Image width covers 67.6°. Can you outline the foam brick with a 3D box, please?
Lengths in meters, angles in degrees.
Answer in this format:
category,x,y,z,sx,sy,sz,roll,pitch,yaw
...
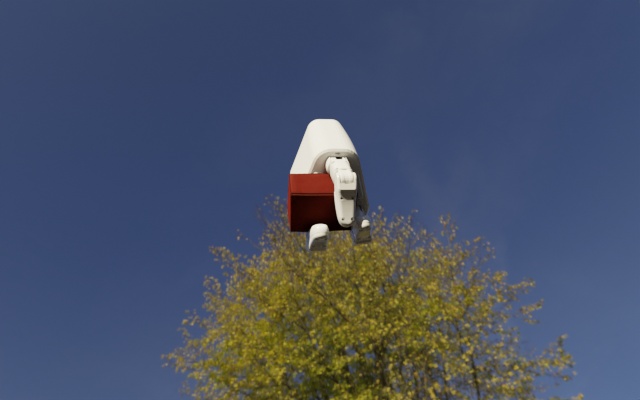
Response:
category,x,y,z,sx,sy,sz,roll,pitch,yaw
foam brick,0.000,0.002,0.567,0.078,0.053,0.051,0,31,-9
